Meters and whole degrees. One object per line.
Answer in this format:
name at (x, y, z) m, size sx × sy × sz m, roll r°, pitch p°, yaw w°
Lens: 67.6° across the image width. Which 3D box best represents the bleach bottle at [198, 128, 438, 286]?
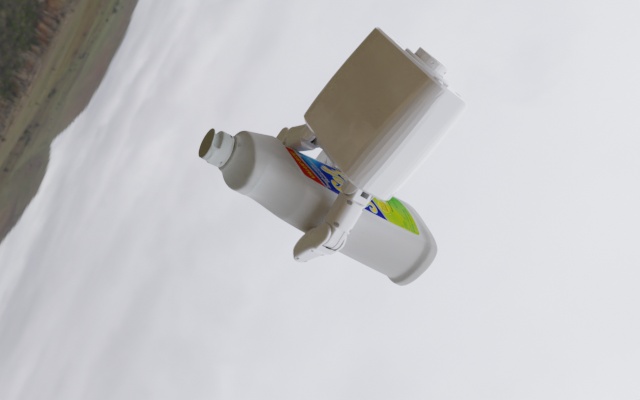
bleach bottle at (0.000, 0.002, 0.469) m, size 0.251 × 0.068 × 0.102 m, roll 25°, pitch 26°, yaw -32°
